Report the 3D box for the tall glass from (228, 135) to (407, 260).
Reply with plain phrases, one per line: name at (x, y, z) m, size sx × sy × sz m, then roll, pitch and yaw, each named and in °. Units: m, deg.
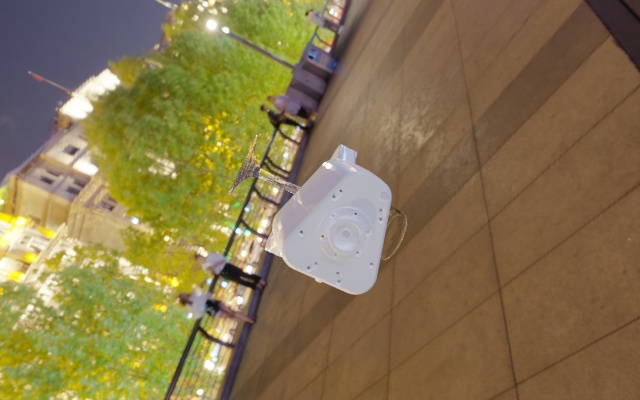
tall glass at (-0.001, 0.001, 0.559) m, size 0.201 × 0.079 × 0.079 m, roll 25°, pitch -5°, yaw -11°
